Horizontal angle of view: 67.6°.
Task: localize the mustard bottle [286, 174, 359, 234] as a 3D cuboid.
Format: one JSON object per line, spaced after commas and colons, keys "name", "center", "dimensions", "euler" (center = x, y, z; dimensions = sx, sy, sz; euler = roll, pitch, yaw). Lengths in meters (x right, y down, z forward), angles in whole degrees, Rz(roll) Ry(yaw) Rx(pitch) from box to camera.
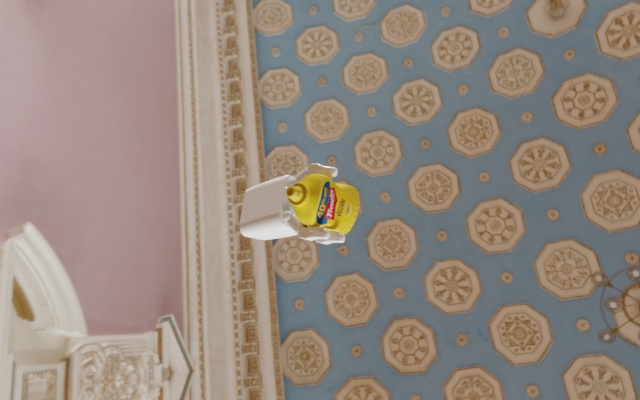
{"name": "mustard bottle", "center": [0.001, 0.003, 0.873], "dimensions": [0.058, 0.096, 0.192], "euler": [13, -3, 35]}
